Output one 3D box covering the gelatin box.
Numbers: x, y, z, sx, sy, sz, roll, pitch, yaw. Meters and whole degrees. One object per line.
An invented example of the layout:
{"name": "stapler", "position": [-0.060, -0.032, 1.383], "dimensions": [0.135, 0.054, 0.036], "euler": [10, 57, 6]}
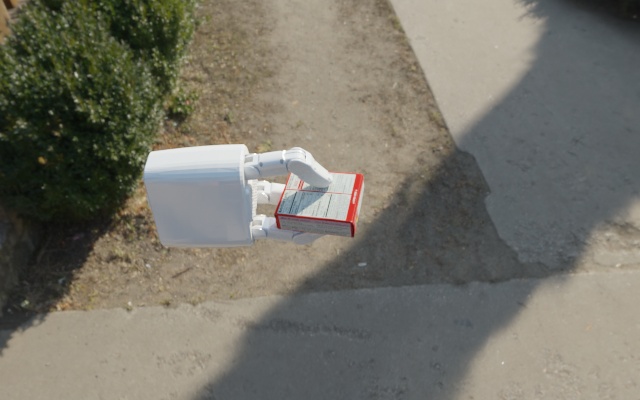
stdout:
{"name": "gelatin box", "position": [0.000, 0.001, 0.538], "dimensions": [0.089, 0.073, 0.030], "euler": [5, -41, 13]}
